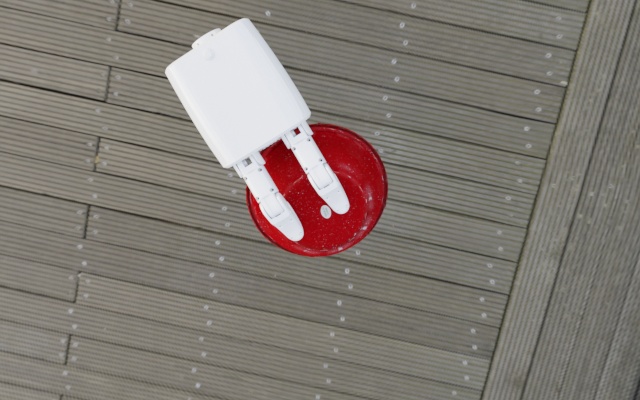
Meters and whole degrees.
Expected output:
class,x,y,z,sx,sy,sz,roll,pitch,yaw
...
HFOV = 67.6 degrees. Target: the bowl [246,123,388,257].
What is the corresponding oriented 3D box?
class,x,y,z,sx,sy,sz,roll,pitch,yaw
bowl,0.001,0.003,0.517,0.162,0.162,0.055,0,22,-7
